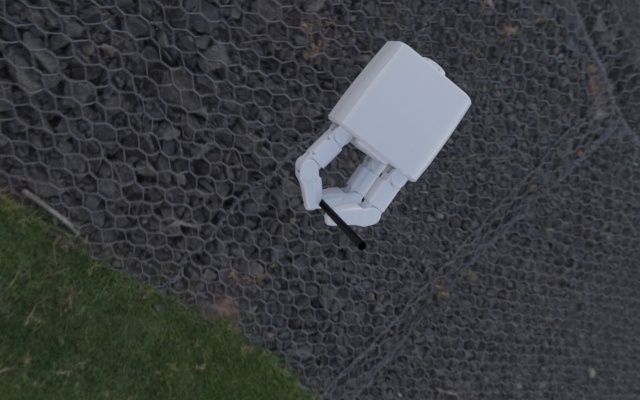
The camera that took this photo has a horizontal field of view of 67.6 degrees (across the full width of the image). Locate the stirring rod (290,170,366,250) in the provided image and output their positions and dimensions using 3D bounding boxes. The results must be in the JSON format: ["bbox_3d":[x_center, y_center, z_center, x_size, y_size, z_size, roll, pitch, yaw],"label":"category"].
[{"bbox_3d":[0.000,0.002,0.529,0.011,0.011,0.239,0,19,-19],"label":"stirring rod"}]
